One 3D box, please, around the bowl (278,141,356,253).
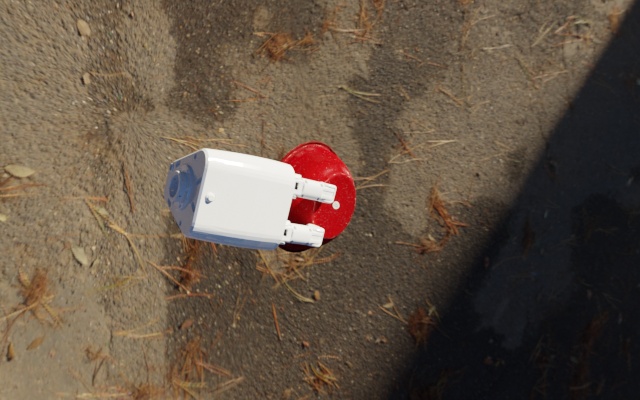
[{"bbox_3d":[0.001,0.002,0.662,0.055,0.162,0.162,17,11,39],"label":"bowl"}]
